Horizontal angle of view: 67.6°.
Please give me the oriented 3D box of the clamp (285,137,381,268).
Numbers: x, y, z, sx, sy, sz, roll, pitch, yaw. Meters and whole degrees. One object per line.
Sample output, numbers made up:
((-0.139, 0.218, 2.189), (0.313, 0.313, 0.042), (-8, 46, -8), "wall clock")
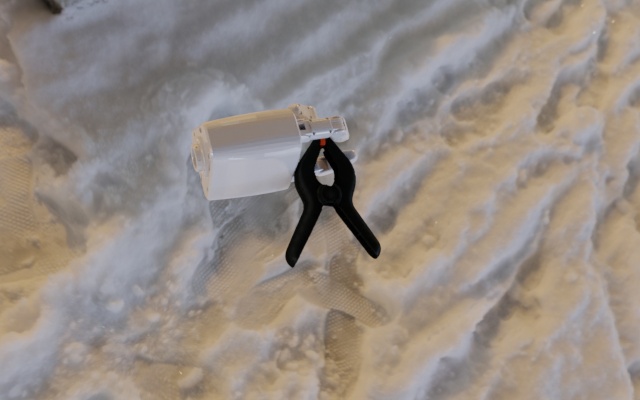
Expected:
((0.000, 0.002, 0.594), (0.120, 0.171, 0.039), (-12, -11, -22), "clamp")
